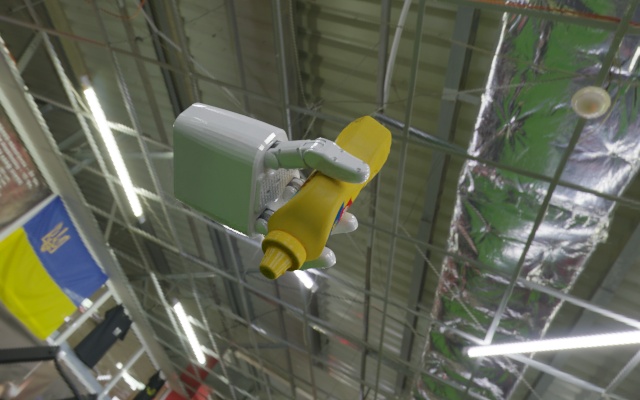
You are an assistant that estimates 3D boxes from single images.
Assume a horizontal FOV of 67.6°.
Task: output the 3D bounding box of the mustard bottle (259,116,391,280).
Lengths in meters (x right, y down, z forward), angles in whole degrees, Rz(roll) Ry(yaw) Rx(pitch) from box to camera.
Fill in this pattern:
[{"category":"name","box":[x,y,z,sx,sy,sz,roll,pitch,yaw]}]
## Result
[{"category":"mustard bottle","box":[0.000,0.002,0.467,0.058,0.191,0.096,38,-37,1]}]
